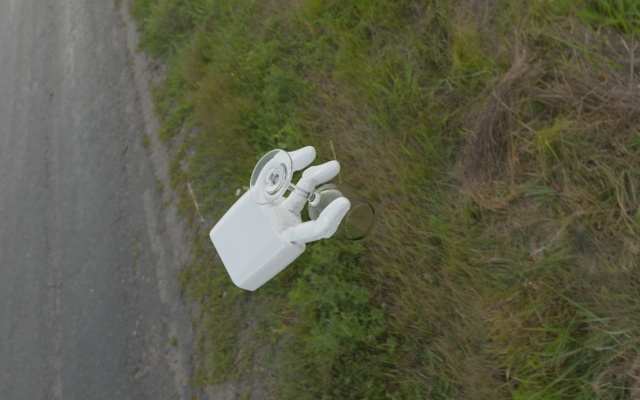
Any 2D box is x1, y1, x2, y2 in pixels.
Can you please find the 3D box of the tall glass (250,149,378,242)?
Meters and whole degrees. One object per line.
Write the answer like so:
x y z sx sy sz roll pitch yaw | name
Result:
0.000 0.002 0.665 0.079 0.079 0.201 0 -19 42 | tall glass
